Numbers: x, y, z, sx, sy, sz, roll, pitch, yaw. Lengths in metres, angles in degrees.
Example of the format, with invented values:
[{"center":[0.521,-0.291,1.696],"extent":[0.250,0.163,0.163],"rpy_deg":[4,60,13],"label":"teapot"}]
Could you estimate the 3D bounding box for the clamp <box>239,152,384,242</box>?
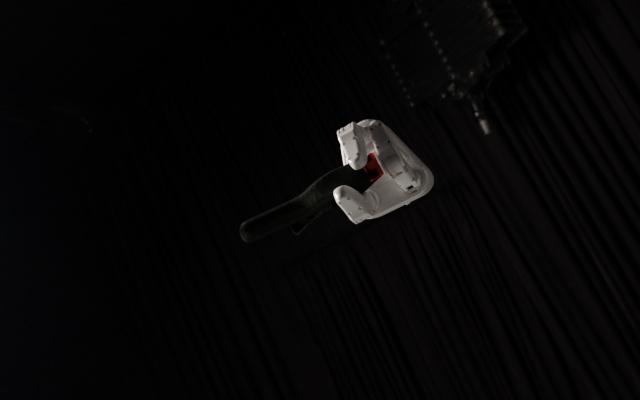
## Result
[{"center":[0.000,0.001,0.556],"extent":[0.171,0.039,0.120],"rpy_deg":[-28,-7,18],"label":"clamp"}]
